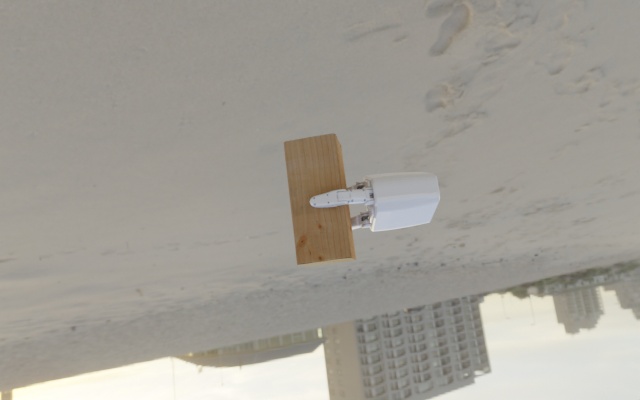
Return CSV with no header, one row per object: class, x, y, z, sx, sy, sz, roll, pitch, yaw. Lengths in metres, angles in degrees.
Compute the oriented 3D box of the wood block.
wood block,0.000,0.003,0.811,0.090,0.206,0.091,-9,-11,8
